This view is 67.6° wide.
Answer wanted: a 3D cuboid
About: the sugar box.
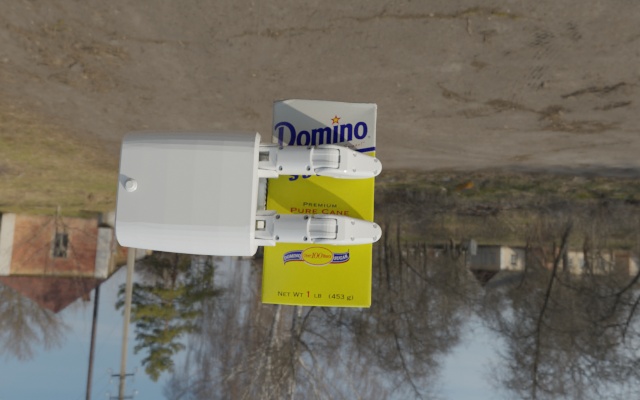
[{"bbox_3d":[0.000,0.001,0.419,0.093,0.176,0.048,2,-6,0],"label":"sugar box"}]
